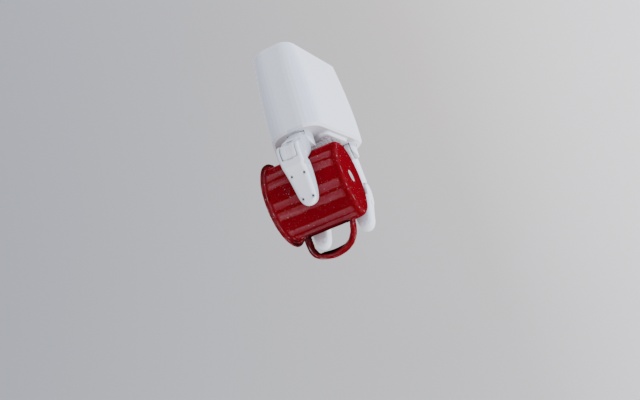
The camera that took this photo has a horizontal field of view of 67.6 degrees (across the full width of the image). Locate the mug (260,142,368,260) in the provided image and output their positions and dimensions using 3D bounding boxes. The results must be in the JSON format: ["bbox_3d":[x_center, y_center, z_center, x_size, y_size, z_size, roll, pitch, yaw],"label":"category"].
[{"bbox_3d":[0.001,0.003,0.487,0.081,0.117,0.093,-22,-17,15],"label":"mug"}]
